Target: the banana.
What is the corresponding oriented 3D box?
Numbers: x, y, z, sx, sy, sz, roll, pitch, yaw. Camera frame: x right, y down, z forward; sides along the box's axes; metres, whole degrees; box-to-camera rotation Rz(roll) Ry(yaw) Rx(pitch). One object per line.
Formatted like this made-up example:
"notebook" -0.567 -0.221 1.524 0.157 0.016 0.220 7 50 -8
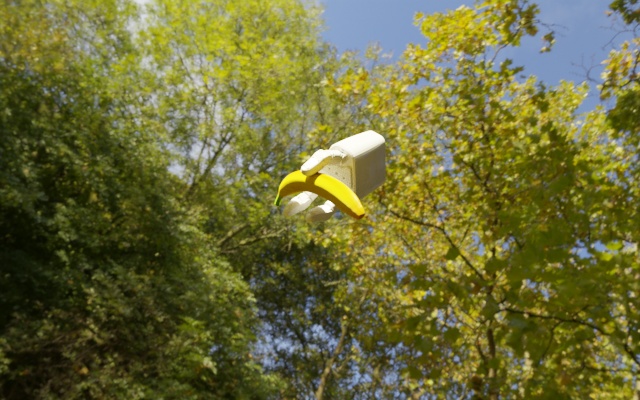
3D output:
"banana" -0.005 -0.015 0.810 0.198 0.070 0.037 9 23 42
